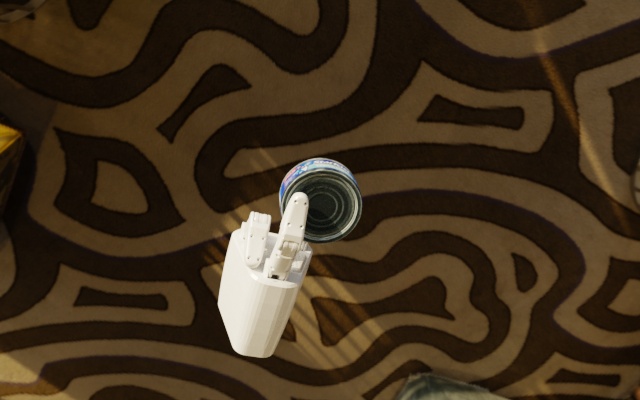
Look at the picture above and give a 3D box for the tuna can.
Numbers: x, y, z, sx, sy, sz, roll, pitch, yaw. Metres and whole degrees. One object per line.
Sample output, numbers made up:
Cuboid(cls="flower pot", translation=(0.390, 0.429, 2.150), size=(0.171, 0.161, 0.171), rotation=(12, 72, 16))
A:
Cuboid(cls="tuna can", translation=(0.000, 0.002, 0.496), size=(0.086, 0.086, 0.033), rotation=(0, 22, -5))
